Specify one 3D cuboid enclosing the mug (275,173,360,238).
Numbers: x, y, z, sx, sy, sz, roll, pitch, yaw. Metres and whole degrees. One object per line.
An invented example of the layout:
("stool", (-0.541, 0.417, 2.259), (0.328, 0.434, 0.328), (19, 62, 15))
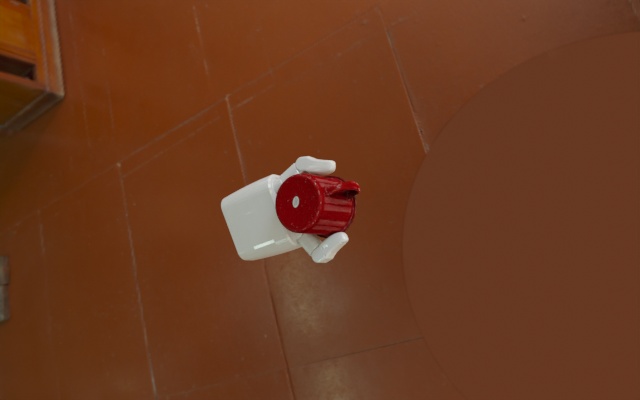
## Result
("mug", (0.001, 0.002, 0.665), (0.117, 0.093, 0.081), (-23, -17, 30))
